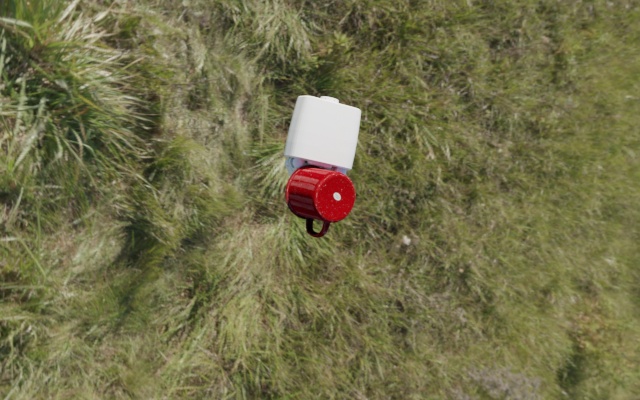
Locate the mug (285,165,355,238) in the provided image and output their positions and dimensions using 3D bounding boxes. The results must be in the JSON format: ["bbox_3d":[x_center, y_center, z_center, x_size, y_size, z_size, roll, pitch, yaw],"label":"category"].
[{"bbox_3d":[0.000,0.004,0.776,0.093,0.117,0.081,9,2,-35],"label":"mug"}]
